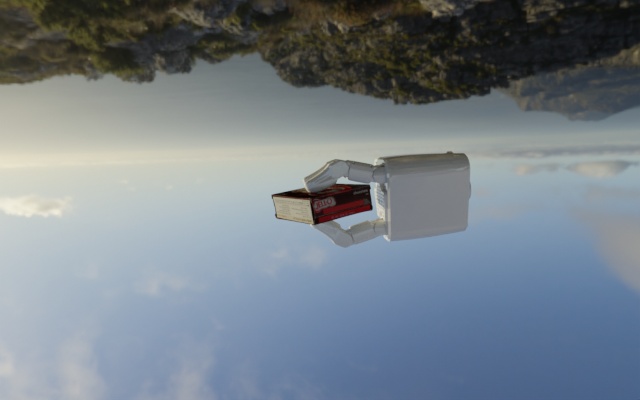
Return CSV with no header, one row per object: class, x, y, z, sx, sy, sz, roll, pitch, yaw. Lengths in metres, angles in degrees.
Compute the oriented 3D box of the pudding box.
pudding box,0.000,0.002,0.627,0.090,0.039,0.113,-12,7,-30
